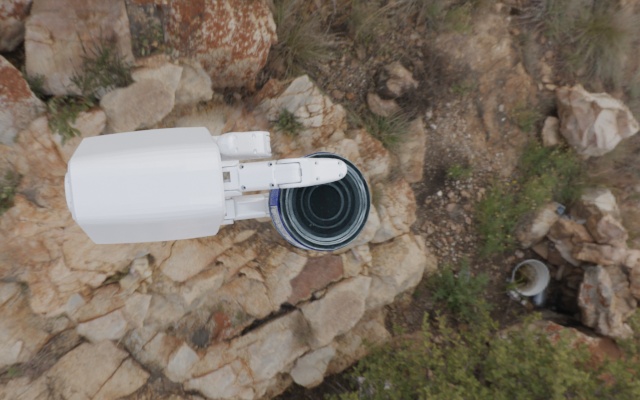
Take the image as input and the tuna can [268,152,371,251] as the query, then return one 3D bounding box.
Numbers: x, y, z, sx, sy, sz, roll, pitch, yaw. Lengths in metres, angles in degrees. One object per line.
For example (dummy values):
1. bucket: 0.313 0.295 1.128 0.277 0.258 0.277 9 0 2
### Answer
1. tuna can: 0.000 0.001 0.416 0.086 0.086 0.034 0 -2 -20
